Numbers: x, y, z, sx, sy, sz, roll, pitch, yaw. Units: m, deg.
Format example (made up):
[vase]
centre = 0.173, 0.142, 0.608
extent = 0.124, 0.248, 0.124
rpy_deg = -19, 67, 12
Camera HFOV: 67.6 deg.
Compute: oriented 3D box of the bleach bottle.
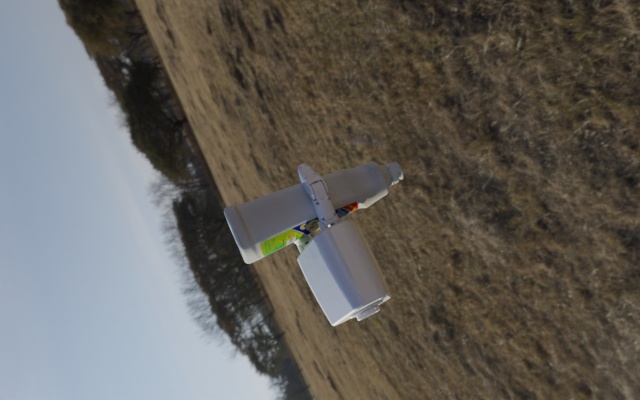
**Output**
[bleach bottle]
centre = 0.000, 0.002, 0.654
extent = 0.251, 0.068, 0.103
rpy_deg = -23, -19, -12
